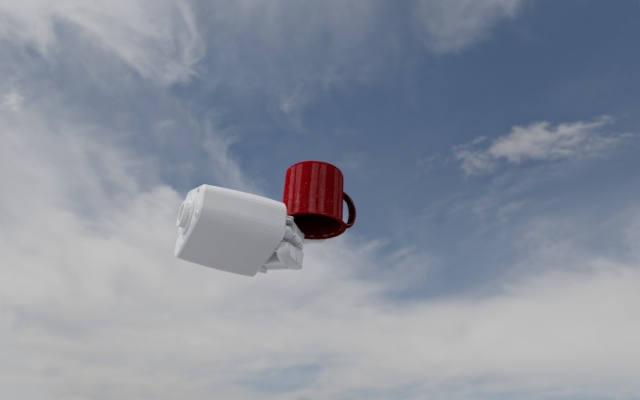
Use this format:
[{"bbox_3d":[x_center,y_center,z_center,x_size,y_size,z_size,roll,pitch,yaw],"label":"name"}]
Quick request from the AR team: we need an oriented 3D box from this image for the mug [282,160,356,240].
[{"bbox_3d":[0.001,0.002,0.653,0.117,0.081,0.093,17,-29,-27],"label":"mug"}]
